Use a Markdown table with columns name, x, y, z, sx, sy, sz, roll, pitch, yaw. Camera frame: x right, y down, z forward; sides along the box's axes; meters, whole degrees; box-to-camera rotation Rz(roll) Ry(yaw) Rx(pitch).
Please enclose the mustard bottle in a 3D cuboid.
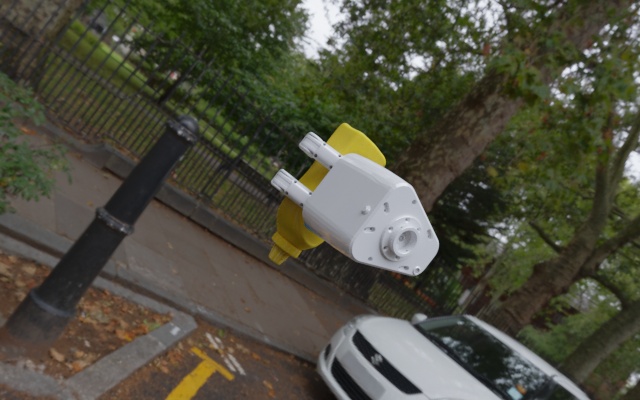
| name | x | y | z | sx | sy | sz | roll | pitch | yaw |
| --- | --- | --- | --- | --- | --- | --- | --- | --- | --- |
| mustard bottle | 0.000 | 0.002 | 0.606 | 0.058 | 0.191 | 0.096 | 37 | -1 | 33 |
